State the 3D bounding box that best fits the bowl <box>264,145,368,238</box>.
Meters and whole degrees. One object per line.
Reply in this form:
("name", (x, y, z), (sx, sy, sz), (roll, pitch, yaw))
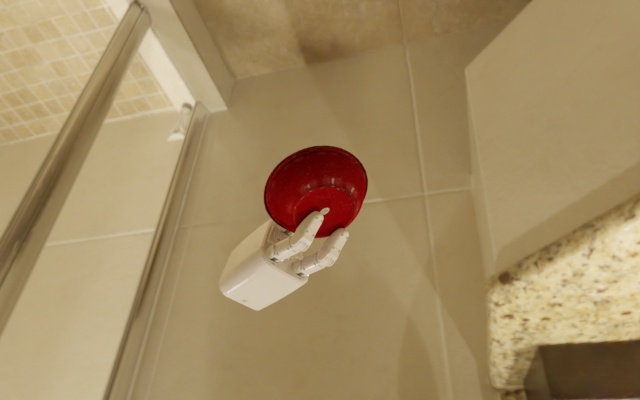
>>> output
("bowl", (0.001, 0.002, 0.699), (0.162, 0.162, 0.055), (0, 35, -17))
